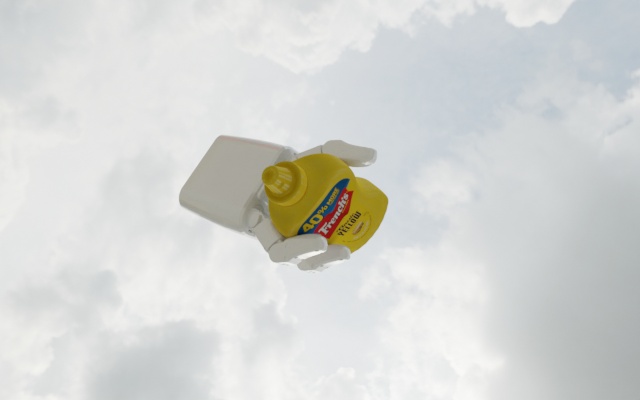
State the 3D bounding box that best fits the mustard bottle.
[{"bbox_3d":[0.000,0.002,0.499,0.058,0.096,0.192,45,9,32],"label":"mustard bottle"}]
